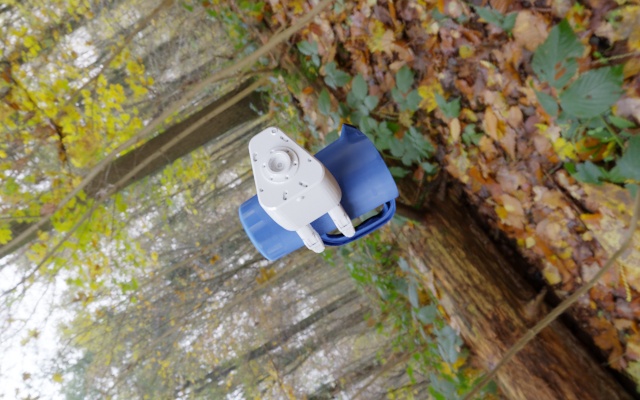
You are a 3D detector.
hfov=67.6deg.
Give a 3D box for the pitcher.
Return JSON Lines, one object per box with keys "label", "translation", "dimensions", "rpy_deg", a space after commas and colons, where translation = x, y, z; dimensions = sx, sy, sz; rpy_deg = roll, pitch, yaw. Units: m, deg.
{"label": "pitcher", "translation": [0.000, 0.002, 0.781], "dimensions": [0.243, 0.149, 0.145], "rpy_deg": [-31, -18, 2]}
